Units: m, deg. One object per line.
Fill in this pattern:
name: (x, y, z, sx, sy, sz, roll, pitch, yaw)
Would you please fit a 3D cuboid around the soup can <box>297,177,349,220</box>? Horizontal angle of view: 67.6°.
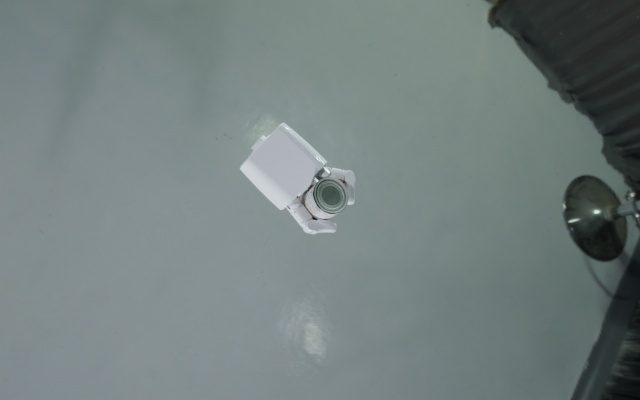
soup can: (0.001, 0.003, 0.858, 0.068, 0.068, 0.102, 0, -14, -23)
